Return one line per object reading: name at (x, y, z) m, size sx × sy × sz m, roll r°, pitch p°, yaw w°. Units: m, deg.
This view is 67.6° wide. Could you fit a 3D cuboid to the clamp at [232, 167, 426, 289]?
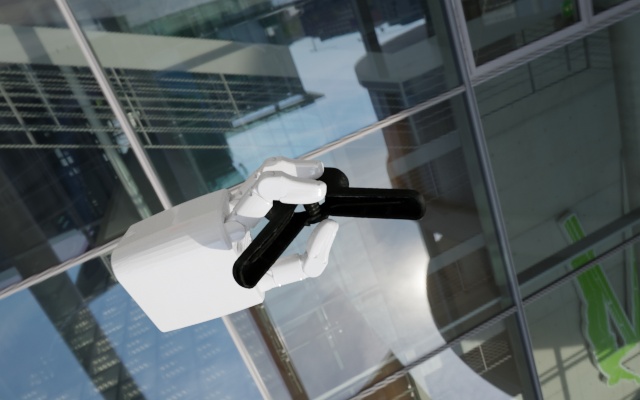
clamp at (0.000, 0.002, 0.461) m, size 0.164 × 0.036 × 0.210 m, roll -18°, pitch 21°, yaw 1°
